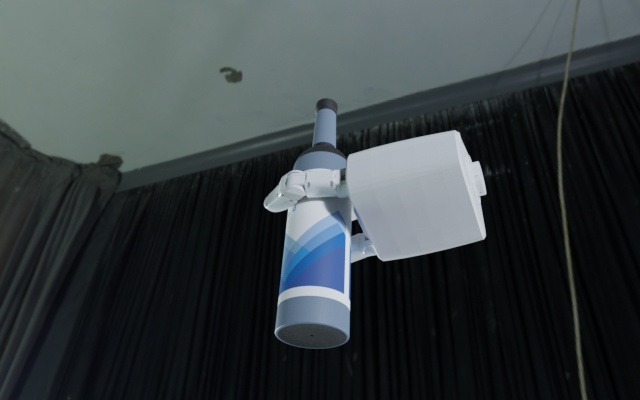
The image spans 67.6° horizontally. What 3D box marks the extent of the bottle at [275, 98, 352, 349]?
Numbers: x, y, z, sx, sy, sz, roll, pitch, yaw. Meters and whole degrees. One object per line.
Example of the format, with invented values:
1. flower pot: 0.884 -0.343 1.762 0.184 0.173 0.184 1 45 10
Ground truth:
1. bottle: 0.000 0.002 0.510 0.069 0.295 0.069 2 -36 2
